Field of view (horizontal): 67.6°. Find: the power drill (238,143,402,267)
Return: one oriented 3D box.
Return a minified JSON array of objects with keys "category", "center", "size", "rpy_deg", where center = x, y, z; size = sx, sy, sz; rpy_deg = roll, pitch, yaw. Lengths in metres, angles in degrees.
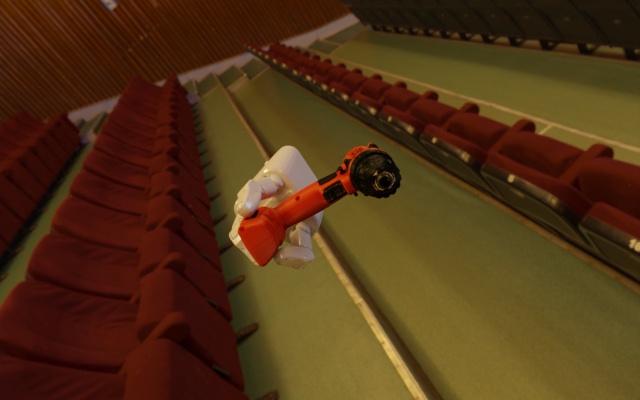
[{"category":"power drill","center":[0.000,0.002,0.546],"size":[0.187,0.057,0.184],"rpy_deg":[-30,8,3]}]
